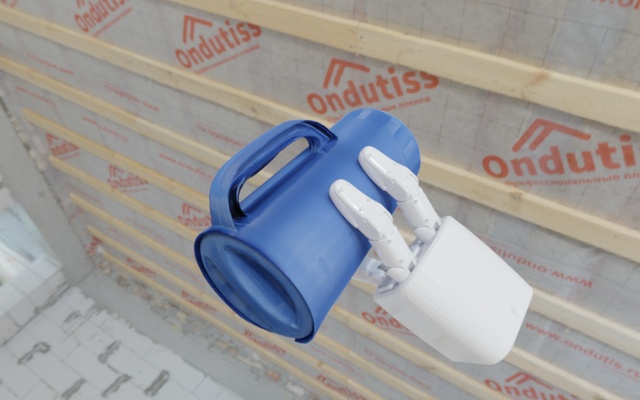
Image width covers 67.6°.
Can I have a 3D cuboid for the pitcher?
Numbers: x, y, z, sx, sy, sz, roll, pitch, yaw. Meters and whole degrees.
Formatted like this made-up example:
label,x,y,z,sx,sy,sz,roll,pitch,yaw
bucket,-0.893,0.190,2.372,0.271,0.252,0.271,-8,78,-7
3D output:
label,x,y,z,sx,sy,sz,roll,pitch,yaw
pitcher,0.000,0.002,0.471,0.242,0.145,0.149,-48,-6,-36
